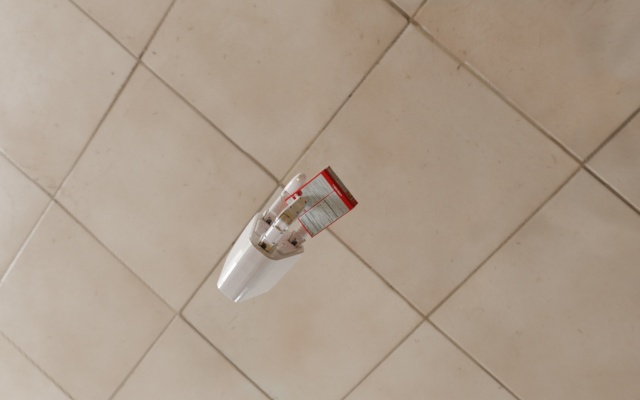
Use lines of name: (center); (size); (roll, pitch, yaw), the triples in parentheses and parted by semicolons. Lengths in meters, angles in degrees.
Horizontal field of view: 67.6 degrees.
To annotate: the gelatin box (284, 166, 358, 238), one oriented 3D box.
gelatin box: (0.000, 0.002, 0.724); (0.089, 0.073, 0.030); (-37, 2, 26)
